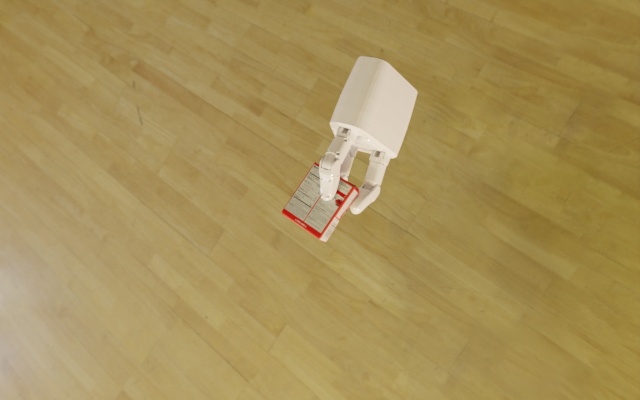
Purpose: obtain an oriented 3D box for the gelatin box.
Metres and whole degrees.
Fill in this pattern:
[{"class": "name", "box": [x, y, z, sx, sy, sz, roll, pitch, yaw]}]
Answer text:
[{"class": "gelatin box", "box": [0.000, 0.002, 0.669, 0.073, 0.089, 0.030, 33, -3, 25]}]
